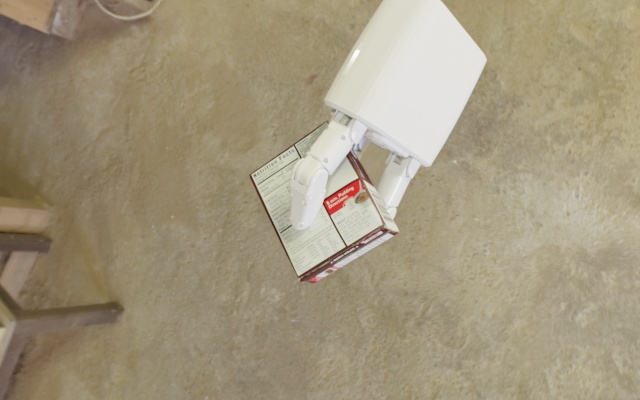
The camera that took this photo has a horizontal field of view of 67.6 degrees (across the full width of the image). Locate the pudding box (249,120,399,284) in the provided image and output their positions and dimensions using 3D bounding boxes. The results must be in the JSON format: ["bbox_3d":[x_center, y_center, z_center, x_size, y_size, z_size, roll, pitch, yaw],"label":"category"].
[{"bbox_3d":[0.000,0.001,0.414,0.090,0.113,0.039,-33,-24,15],"label":"pudding box"}]
